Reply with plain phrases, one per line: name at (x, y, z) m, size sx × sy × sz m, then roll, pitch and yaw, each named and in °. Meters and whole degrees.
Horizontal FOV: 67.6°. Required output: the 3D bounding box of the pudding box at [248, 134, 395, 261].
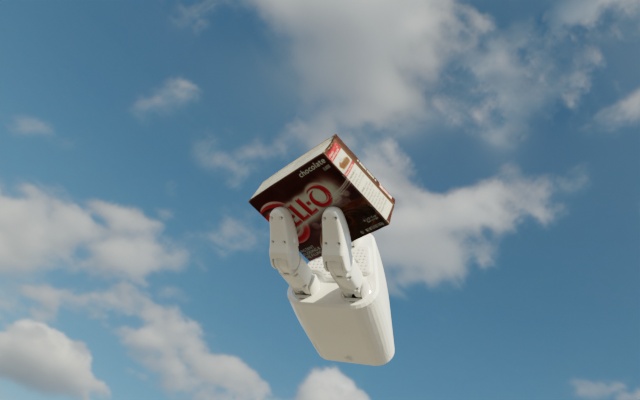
pudding box at (0.000, 0.001, 0.453) m, size 0.113 × 0.090 × 0.039 m, roll -31°, pitch 22°, yaw 38°
